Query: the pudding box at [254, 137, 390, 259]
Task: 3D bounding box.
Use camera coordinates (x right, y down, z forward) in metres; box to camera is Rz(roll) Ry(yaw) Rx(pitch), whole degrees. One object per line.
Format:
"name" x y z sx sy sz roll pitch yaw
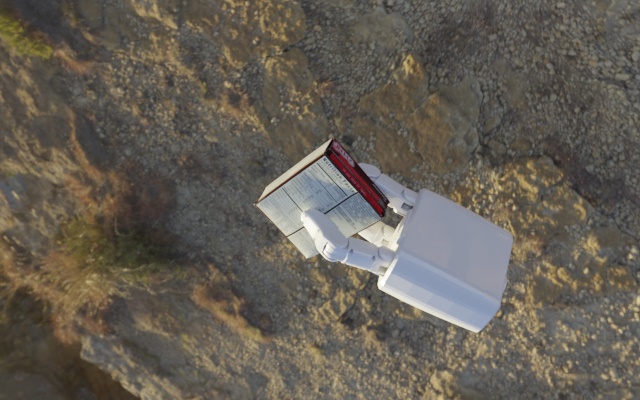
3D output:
"pudding box" 0.000 0.002 0.494 0.113 0.090 0.039 -33 16 33
